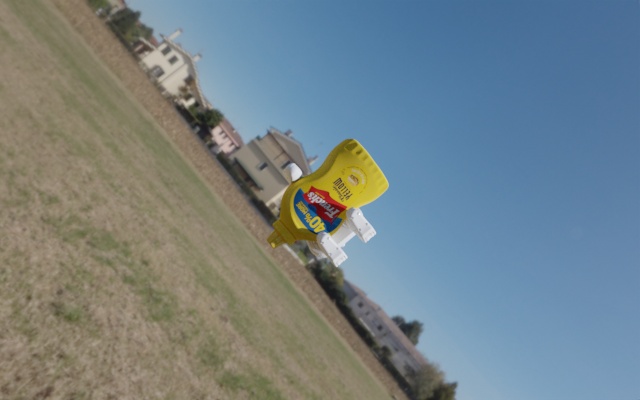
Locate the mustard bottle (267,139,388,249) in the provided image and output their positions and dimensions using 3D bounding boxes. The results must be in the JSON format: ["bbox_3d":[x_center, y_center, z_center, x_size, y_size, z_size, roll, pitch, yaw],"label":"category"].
[{"bbox_3d":[0.000,0.002,0.699,0.191,0.096,0.058,-40,15,-6],"label":"mustard bottle"}]
